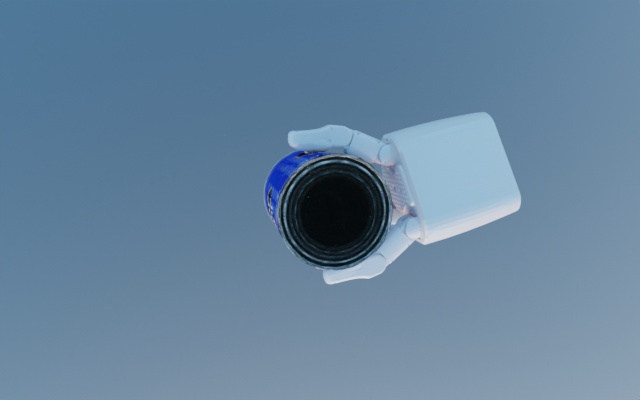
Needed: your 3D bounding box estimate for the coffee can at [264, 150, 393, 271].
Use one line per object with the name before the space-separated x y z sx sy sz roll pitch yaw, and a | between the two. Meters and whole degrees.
coffee can | 0.000 0.002 0.476 0.103 0.103 0.140 0 8 -11
